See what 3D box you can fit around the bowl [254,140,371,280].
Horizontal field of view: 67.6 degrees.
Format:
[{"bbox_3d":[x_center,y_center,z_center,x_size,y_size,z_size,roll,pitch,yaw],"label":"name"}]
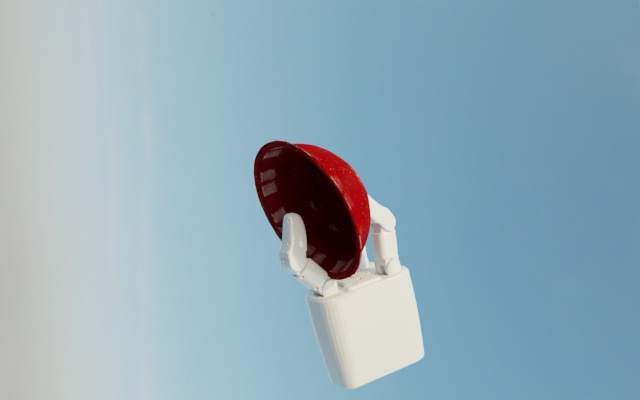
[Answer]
[{"bbox_3d":[0.000,0.000,0.504,0.055,0.162,0.162,-33,19,-31],"label":"bowl"}]
